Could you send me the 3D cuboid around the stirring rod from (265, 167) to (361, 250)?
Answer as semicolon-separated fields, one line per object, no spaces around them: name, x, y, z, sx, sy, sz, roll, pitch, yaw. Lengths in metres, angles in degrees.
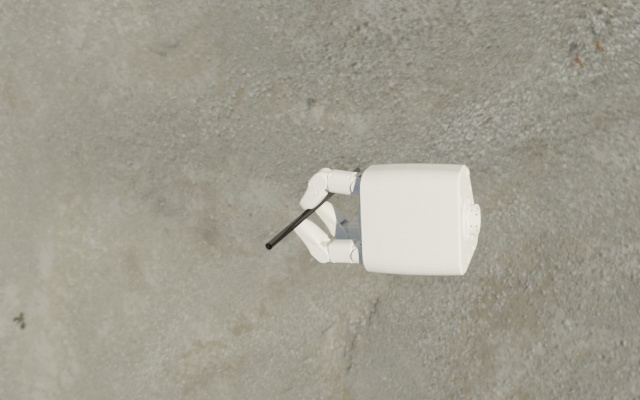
stirring rod;0.000;0.002;0.592;0.011;0.011;0.239;0;22;29
